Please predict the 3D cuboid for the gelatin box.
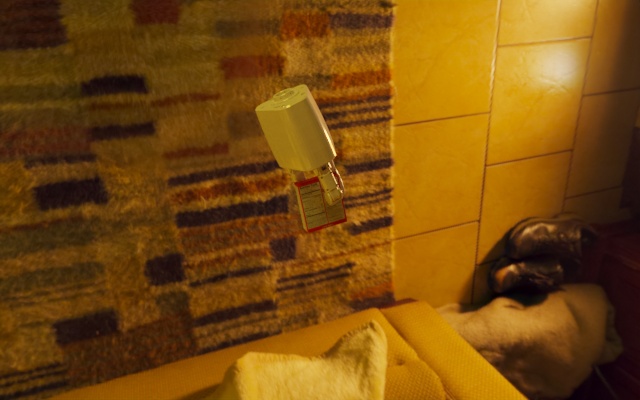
[{"bbox_3d":[0.000,0.003,0.812,0.073,0.089,0.030,-17,18,-14],"label":"gelatin box"}]
